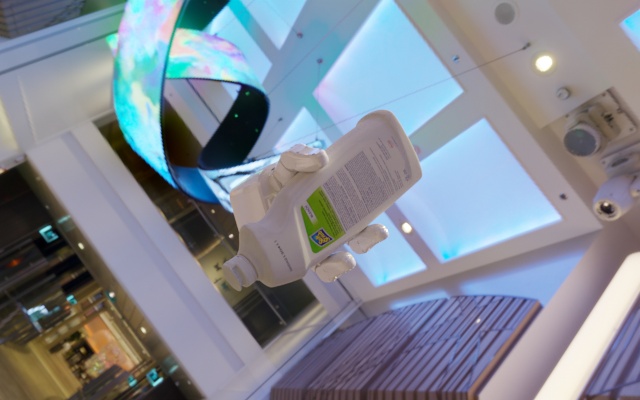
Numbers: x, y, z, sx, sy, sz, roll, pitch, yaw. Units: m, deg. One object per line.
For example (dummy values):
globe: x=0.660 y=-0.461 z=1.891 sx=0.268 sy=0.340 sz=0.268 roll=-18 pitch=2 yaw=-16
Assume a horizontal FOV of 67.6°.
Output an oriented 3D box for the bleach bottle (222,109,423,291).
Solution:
bleach bottle: x=0.000 y=0.002 z=0.504 sx=0.250 sy=0.102 sz=0.068 roll=-36 pitch=12 yaw=-30
